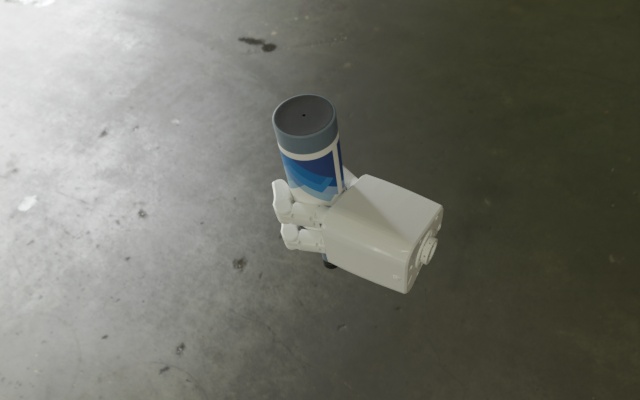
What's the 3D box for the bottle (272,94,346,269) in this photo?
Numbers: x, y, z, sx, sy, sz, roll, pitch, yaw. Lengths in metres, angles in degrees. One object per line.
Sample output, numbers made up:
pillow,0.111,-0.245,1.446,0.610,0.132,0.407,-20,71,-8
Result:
bottle,0.000,0.002,0.605,0.069,0.069,0.296,0,-38,8
